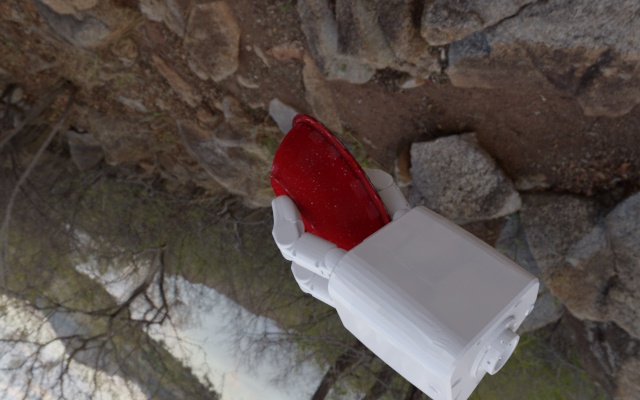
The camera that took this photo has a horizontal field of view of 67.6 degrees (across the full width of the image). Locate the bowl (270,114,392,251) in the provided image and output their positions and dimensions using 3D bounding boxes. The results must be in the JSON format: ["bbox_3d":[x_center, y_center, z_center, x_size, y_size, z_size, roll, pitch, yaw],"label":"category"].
[{"bbox_3d":[-0.001,0.001,0.451,0.055,0.162,0.162,-34,8,-12],"label":"bowl"}]
